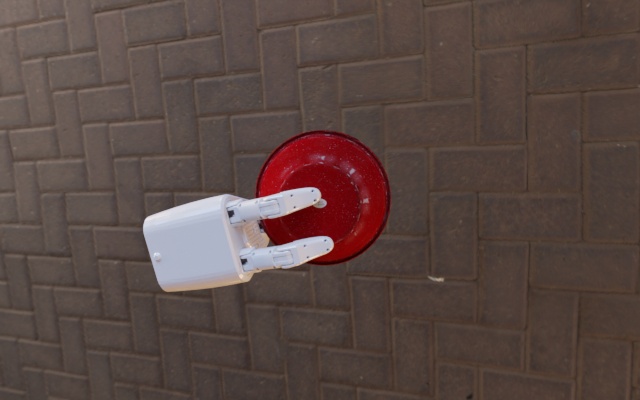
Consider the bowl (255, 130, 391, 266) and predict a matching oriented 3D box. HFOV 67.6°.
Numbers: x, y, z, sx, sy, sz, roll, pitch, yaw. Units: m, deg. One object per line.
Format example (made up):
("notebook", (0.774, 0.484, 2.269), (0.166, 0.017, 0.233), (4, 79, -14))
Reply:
("bowl", (0.001, 0.001, 0.538), (0.162, 0.162, 0.055), (0, 8, 5))
